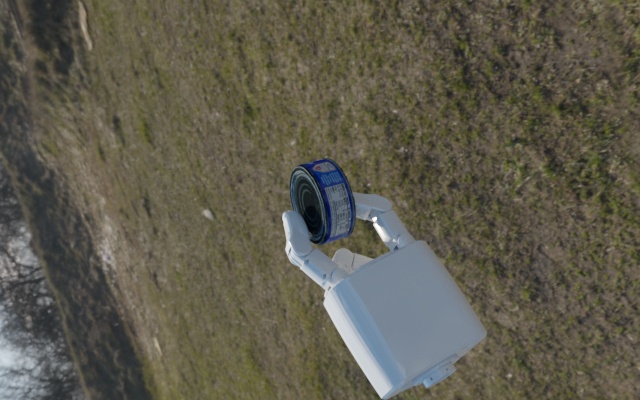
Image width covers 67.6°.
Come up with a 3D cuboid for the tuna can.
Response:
[{"bbox_3d":[0.000,0.002,0.491,0.034,0.086,0.086,-15,6,-24],"label":"tuna can"}]
